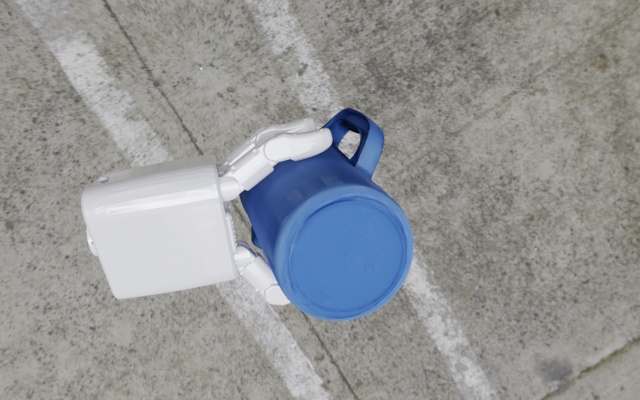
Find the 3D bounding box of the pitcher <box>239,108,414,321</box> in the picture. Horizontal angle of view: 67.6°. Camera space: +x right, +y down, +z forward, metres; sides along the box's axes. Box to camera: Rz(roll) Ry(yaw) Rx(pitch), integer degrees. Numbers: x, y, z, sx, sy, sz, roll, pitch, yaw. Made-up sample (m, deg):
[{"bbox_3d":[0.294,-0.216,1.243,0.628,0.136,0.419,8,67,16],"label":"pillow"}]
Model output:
[{"bbox_3d":[0.000,0.002,0.454,0.145,0.149,0.242,-11,17,-10],"label":"pitcher"}]
